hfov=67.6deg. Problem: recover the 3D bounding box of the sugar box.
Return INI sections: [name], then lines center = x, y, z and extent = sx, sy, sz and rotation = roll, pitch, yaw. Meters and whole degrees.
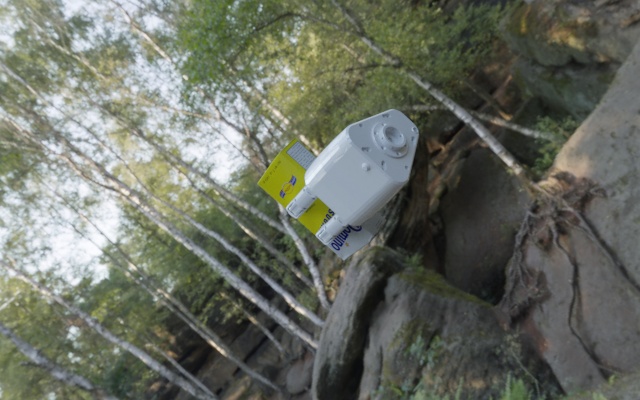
[sugar box]
center = 0.000, 0.002, 0.690
extent = 0.048, 0.176, 0.093
rotation = -47, 0, -40
